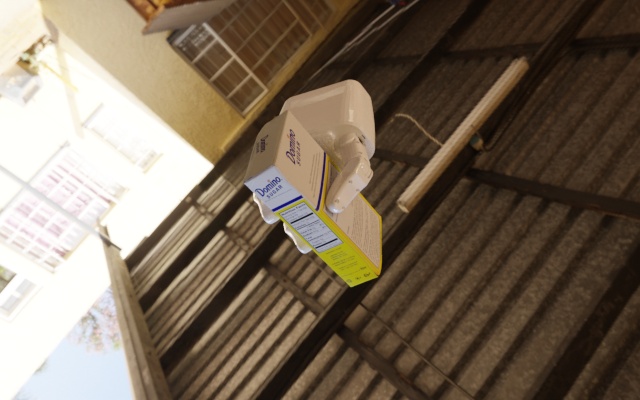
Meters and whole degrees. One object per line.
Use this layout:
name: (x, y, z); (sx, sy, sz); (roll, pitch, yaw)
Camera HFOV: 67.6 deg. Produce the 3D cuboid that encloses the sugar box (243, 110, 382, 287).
sugar box: (0.000, 0.002, 0.494); (0.048, 0.093, 0.176); (-28, -57, 28)
